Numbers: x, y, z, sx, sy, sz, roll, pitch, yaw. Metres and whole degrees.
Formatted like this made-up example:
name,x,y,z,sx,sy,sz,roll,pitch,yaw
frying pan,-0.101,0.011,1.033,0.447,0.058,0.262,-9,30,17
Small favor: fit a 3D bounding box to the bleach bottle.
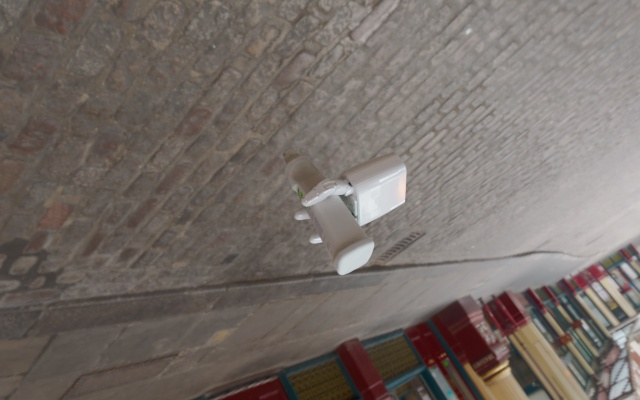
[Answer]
name,x,y,z,sx,sy,sz,roll,pitch,yaw
bleach bottle,0.000,0.003,0.843,0.068,0.250,0.103,-25,-24,-14
